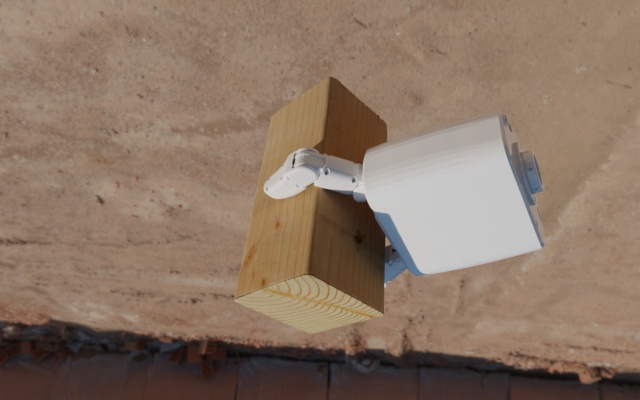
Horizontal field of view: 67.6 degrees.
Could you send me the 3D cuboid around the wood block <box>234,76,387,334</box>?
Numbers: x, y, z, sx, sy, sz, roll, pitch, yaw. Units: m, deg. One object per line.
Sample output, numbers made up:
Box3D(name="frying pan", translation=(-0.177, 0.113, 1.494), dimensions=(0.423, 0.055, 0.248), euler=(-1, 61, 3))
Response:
Box3D(name="wood block", translation=(0.000, 0.001, 0.439), dimensions=(0.090, 0.206, 0.091), euler=(-25, -46, 38))
